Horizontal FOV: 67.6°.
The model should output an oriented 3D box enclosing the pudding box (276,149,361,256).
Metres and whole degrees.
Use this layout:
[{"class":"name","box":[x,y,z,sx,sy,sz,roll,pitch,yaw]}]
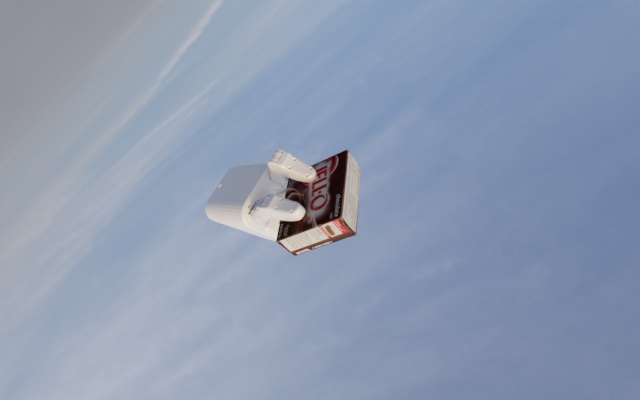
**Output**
[{"class":"pudding box","box":[0.000,0.002,0.565,0.090,0.113,0.039,-23,-48,29]}]
